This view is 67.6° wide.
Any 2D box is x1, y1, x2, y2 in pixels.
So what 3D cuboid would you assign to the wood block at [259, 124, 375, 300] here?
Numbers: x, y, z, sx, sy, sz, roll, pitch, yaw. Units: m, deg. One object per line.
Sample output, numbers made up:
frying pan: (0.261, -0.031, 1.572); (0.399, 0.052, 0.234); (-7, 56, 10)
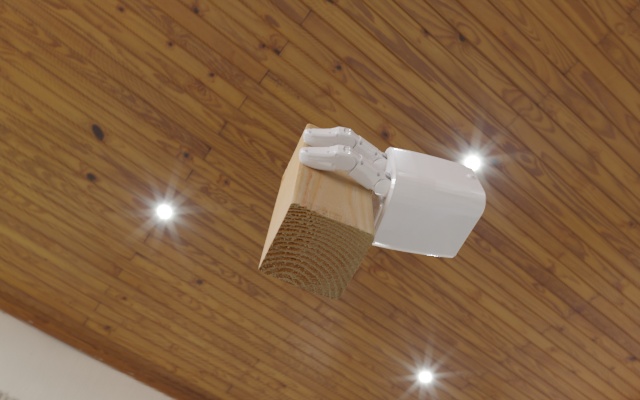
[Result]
wood block: (0.000, 0.002, 0.549); (0.090, 0.091, 0.206); (22, 28, -9)
